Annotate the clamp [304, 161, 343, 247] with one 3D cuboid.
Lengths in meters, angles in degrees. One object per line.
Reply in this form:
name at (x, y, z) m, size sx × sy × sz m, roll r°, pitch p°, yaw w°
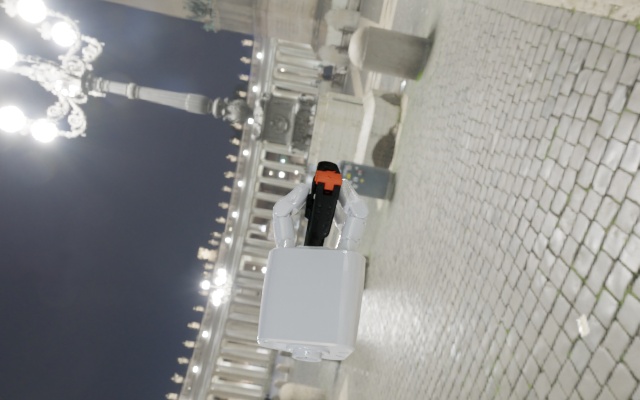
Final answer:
clamp at (-0.001, 0.002, 0.601) m, size 0.036 × 0.164 × 0.210 m, roll 8°, pitch -27°, yaw -3°
